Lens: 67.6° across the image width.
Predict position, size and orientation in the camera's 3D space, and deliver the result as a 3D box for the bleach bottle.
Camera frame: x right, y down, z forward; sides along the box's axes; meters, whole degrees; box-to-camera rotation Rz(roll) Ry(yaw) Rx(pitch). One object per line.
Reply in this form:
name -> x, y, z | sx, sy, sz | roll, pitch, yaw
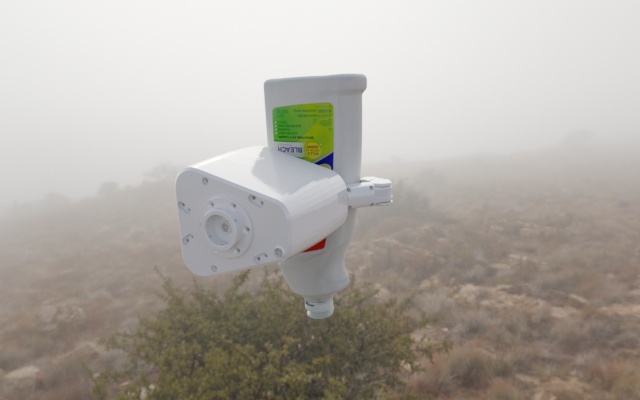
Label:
bleach bottle -> 0.000, 0.002, 0.492 | 0.102, 0.251, 0.068 | 3, 14, 24
